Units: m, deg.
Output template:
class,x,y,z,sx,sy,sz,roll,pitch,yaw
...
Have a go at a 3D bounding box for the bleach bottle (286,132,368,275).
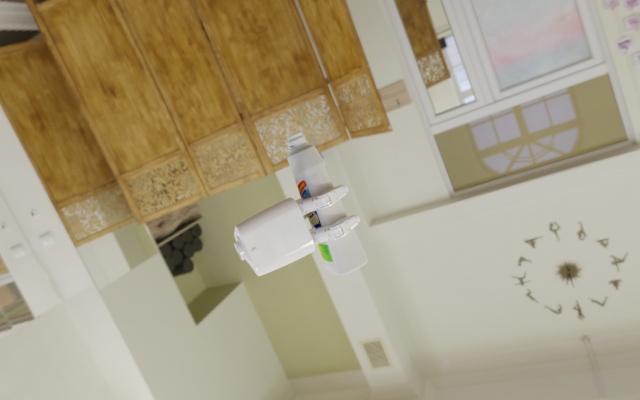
class,x,y,z,sx,sy,sz,roll,pitch,yaw
bleach bottle,0.000,0.003,0.836,0.068,0.251,0.102,-26,10,-16
